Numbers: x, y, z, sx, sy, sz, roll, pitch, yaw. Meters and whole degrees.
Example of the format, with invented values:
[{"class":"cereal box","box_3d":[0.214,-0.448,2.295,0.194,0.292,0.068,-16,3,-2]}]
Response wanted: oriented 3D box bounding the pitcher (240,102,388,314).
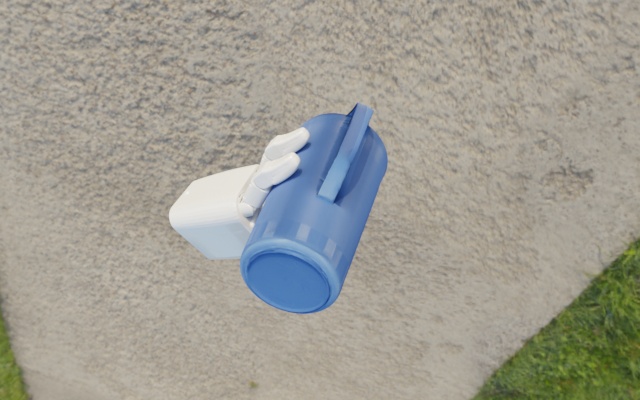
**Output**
[{"class":"pitcher","box_3d":[0.000,0.002,0.560,0.145,0.149,0.242,-10,34,25]}]
